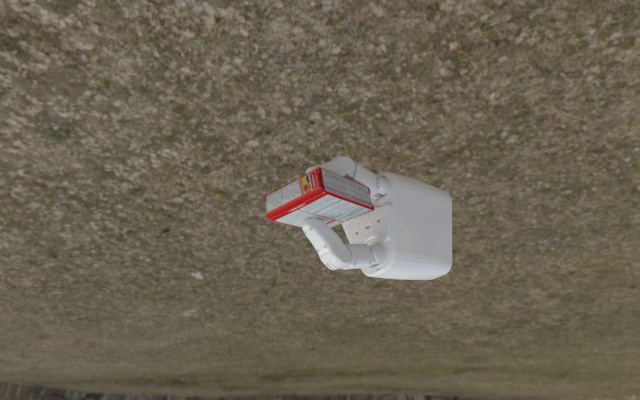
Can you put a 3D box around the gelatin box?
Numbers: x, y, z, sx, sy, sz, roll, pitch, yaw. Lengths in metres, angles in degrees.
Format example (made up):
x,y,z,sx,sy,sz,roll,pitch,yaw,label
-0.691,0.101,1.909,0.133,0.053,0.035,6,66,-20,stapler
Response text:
x,y,z,sx,sy,sz,roll,pitch,yaw,label
0.000,0.002,0.485,0.073,0.030,0.089,-25,-26,32,gelatin box
